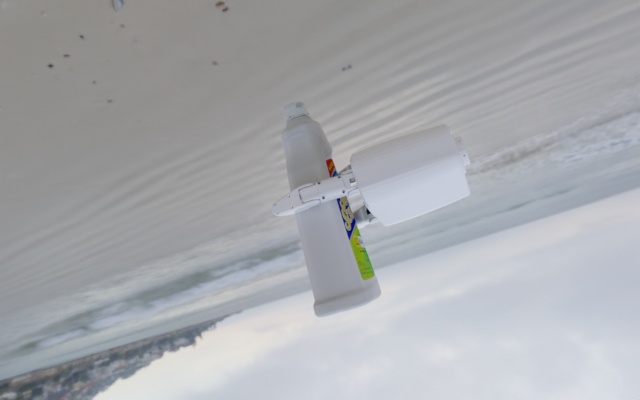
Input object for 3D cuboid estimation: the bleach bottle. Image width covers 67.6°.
[{"bbox_3d":[0.000,0.002,0.560,0.068,0.250,0.102,-20,-10,16],"label":"bleach bottle"}]
